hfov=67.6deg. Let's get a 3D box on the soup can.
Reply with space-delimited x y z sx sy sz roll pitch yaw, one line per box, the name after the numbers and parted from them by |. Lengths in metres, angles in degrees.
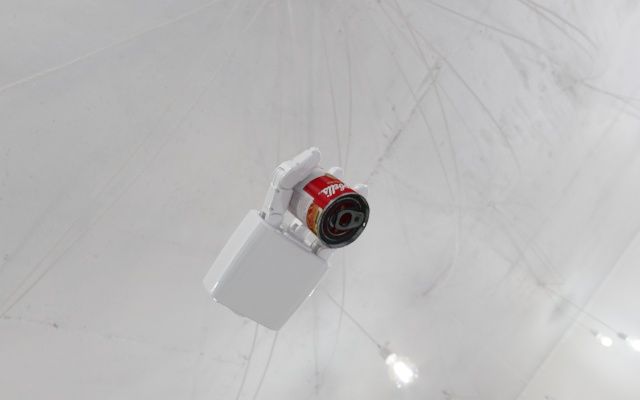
0.000 0.001 0.554 0.068 0.068 0.102 0 25 -35 | soup can
